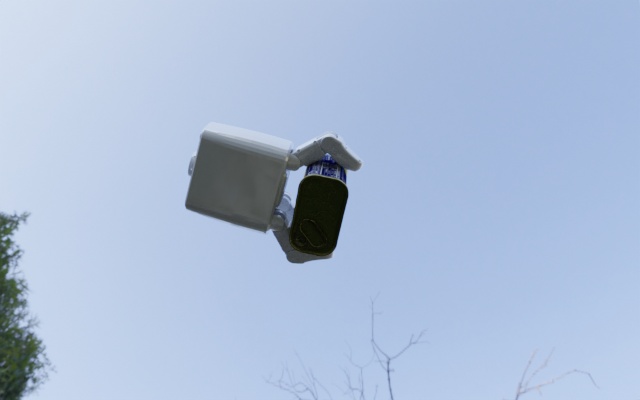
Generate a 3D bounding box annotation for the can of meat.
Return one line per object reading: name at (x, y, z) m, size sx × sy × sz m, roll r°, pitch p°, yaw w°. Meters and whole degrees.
can of meat at (0.000, 0.002, 0.582) m, size 0.057 × 0.102 × 0.084 m, roll 11°, pitch 25°, yaw -1°
